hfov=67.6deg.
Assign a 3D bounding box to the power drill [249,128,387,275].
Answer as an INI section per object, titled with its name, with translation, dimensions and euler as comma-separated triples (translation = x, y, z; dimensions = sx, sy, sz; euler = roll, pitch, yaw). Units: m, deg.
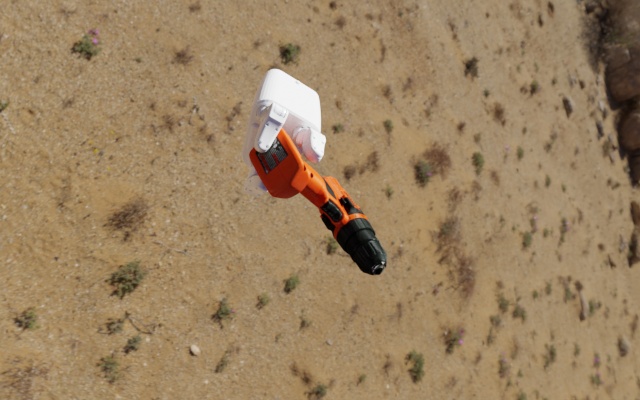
[power drill]
translation = 0.000, 0.002, 0.612
dimensions = 0.188, 0.057, 0.184
euler = 42, 9, -45
